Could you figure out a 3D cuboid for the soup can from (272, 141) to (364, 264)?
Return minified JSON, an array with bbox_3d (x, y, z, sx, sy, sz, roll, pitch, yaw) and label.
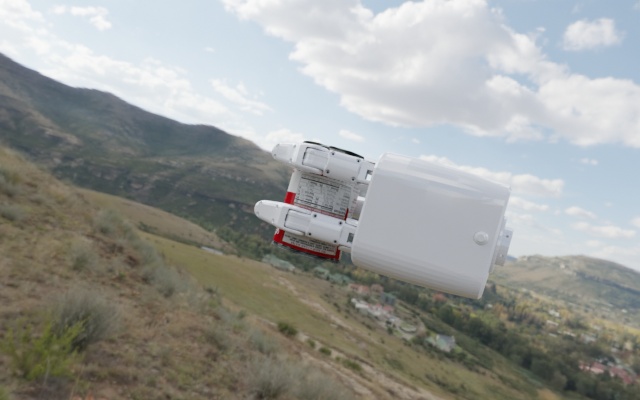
[{"bbox_3d":[0.000,0.001,0.455,0.068,0.102,0.068,16,-1,0],"label":"soup can"}]
